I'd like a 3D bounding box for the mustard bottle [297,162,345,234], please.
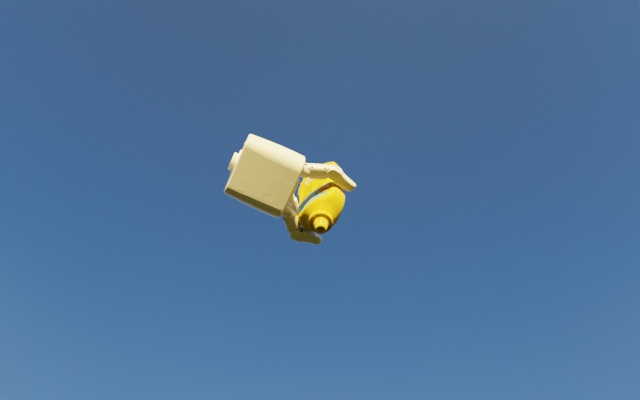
[{"bbox_3d":[0.000,0.003,0.862,0.096,0.058,0.191,-36,22,17],"label":"mustard bottle"}]
